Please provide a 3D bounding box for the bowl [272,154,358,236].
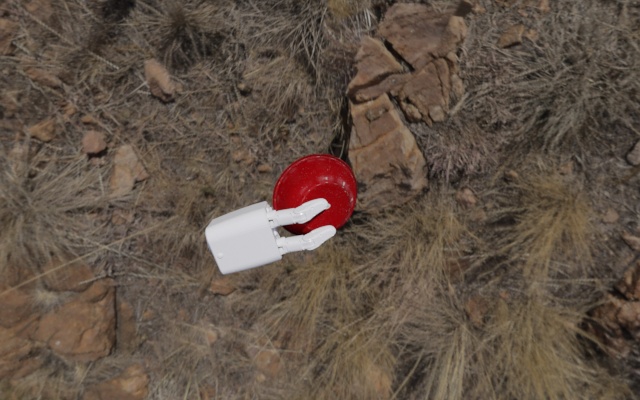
[{"bbox_3d":[0.001,0.002,0.835,0.162,0.162,0.055,0,21,-21],"label":"bowl"}]
